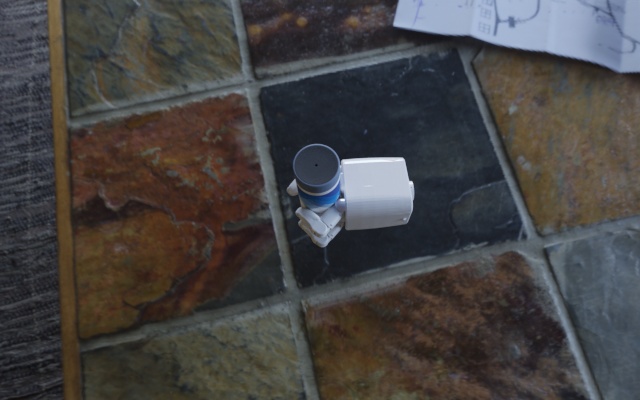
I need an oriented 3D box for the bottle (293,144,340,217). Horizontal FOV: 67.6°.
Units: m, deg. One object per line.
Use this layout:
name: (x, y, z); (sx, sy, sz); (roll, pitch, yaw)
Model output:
bottle: (0.000, 0.003, 0.804); (0.069, 0.069, 0.296); (0, -21, 2)
